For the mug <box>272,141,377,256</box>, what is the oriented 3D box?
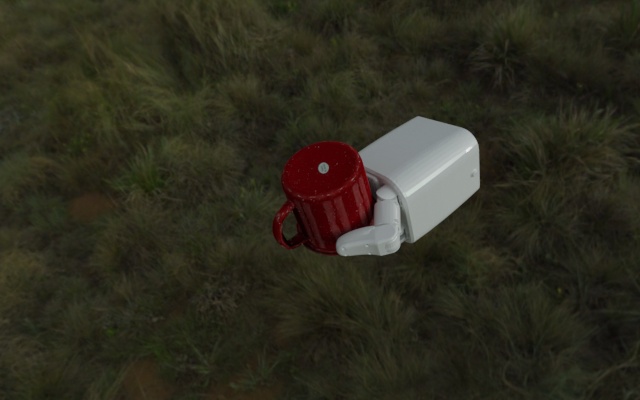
[{"bbox_3d":[-0.001,0.002,0.479,0.117,0.082,0.093,-36,48,-15],"label":"mug"}]
